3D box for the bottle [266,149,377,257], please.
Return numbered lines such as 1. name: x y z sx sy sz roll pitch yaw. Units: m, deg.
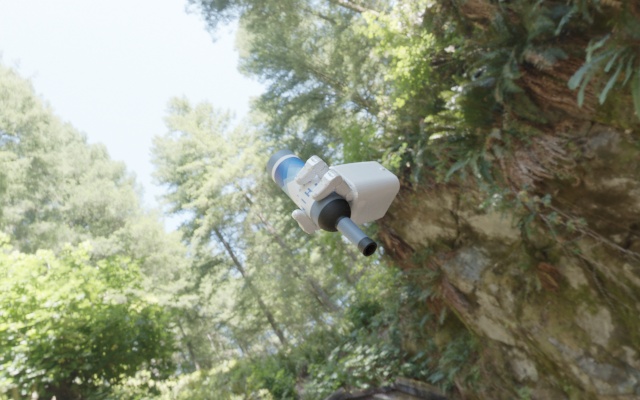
1. bottle: 0.000 0.003 0.844 0.069 0.069 0.295 0 30 -38
